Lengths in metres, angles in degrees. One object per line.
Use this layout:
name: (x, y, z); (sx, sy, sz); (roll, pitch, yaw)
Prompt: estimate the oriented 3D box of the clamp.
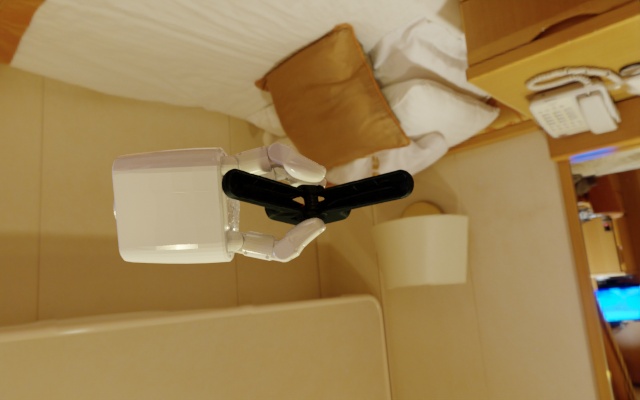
clamp: (0.000, 0.003, 0.492); (0.164, 0.036, 0.210); (0, -11, 1)
